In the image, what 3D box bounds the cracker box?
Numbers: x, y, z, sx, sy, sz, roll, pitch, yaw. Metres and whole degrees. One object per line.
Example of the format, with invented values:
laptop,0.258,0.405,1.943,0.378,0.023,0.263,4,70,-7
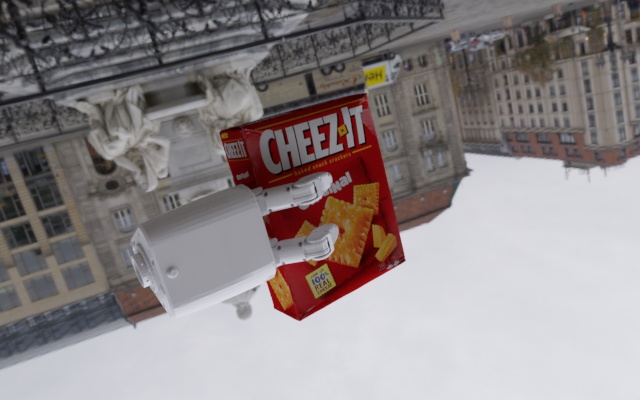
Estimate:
cracker box,0.000,0.002,0.544,0.164,0.214,0.072,-22,14,-30
